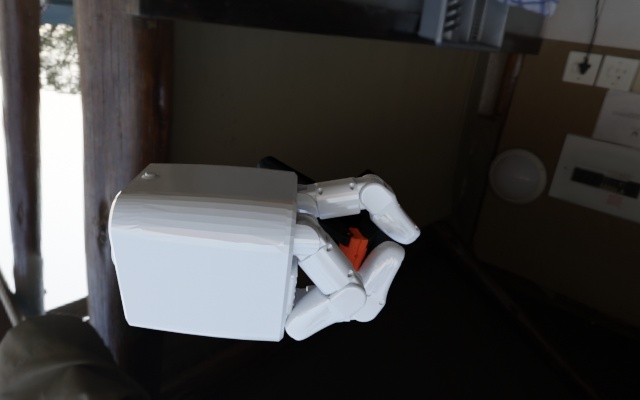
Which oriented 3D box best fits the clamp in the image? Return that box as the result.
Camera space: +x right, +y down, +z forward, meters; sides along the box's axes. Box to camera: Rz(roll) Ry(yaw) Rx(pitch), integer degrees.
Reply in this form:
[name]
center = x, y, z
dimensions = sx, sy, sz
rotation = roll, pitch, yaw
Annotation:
[clamp]
center = 0.000, 0.002, 0.406
dimensions = 0.120, 0.039, 0.171
rotation = 5, 20, -3
